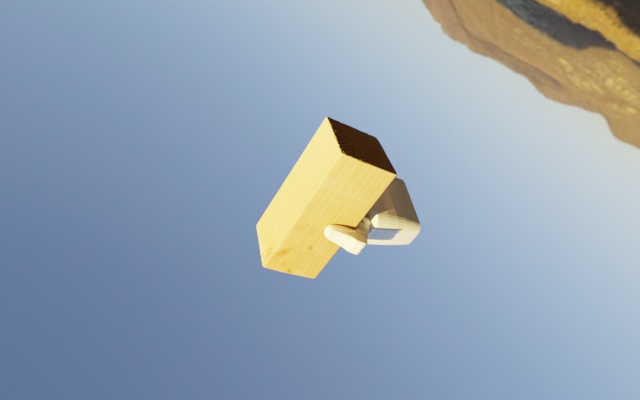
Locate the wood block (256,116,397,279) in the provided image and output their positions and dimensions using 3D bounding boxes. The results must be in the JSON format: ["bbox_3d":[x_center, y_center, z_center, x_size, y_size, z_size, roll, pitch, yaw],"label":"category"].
[{"bbox_3d":[0.000,0.003,0.662,0.090,0.206,0.090,18,32,-29],"label":"wood block"}]
